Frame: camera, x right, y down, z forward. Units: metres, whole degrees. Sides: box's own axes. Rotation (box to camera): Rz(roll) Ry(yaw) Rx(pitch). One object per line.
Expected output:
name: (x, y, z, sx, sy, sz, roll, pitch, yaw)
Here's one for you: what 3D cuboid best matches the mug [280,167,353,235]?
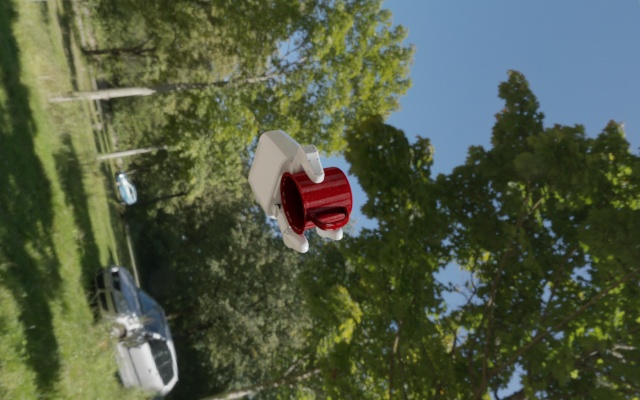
mug: (0.001, 0.003, 0.695, 0.081, 0.093, 0.117, -13, 38, -23)
